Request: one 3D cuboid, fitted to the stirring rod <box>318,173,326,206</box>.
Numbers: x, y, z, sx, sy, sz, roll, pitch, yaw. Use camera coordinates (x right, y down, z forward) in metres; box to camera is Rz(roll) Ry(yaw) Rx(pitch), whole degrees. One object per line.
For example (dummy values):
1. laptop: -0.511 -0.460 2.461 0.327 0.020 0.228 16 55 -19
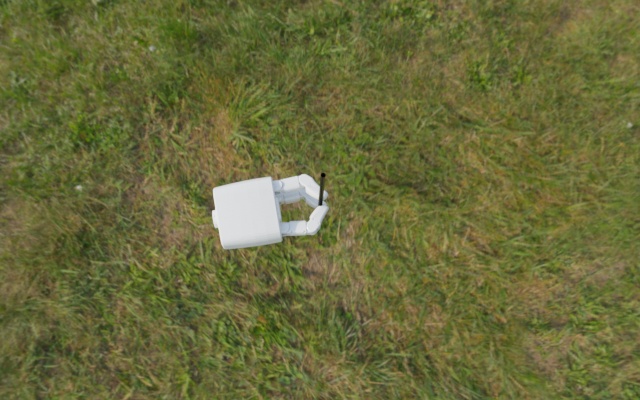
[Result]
1. stirring rod: 0.000 0.003 0.851 0.011 0.011 0.240 0 -21 -2
